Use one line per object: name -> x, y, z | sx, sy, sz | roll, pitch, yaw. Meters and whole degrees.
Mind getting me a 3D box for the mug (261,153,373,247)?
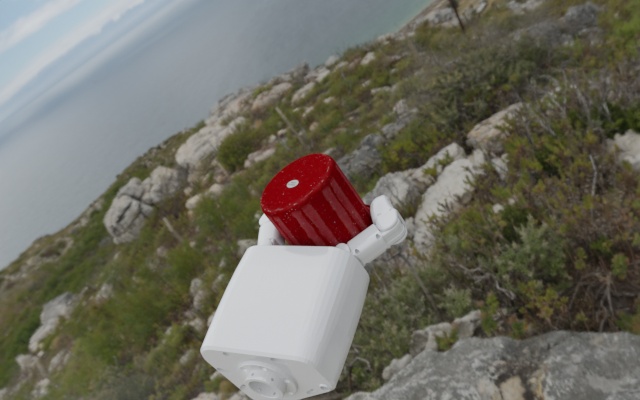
mug -> 0.000, 0.000, 0.465 | 0.093, 0.081, 0.117 | -16, 36, 32
